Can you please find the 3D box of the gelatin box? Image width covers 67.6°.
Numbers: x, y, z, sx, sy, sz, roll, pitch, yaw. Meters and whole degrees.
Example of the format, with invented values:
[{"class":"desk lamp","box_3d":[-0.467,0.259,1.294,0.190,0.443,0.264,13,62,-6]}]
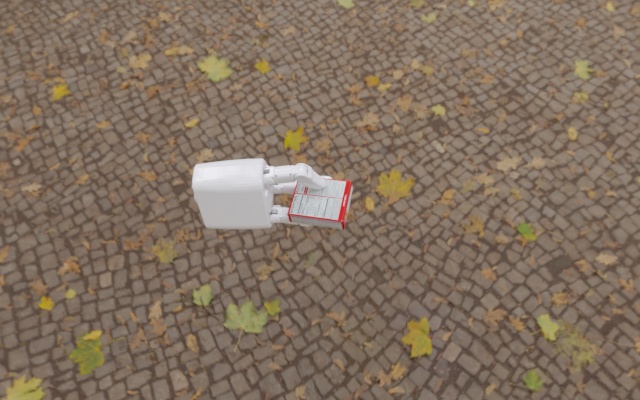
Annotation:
[{"class":"gelatin box","box_3d":[0.000,0.002,0.741,0.089,0.073,0.030,7,-29,13]}]
